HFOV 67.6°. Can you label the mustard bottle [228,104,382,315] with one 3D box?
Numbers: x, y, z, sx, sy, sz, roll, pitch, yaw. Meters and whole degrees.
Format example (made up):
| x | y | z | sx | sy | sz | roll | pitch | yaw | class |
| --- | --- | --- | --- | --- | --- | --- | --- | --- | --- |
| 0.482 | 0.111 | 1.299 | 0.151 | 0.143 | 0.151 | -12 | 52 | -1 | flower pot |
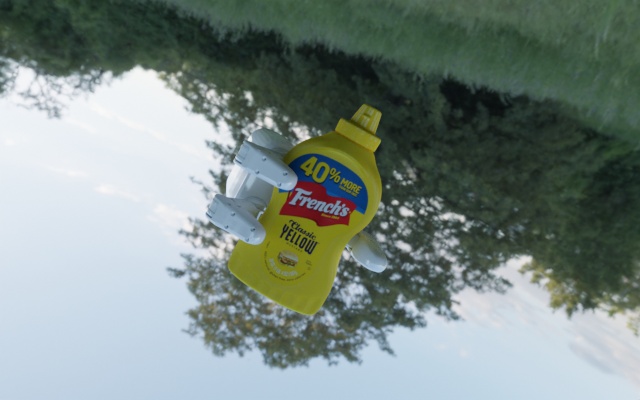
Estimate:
| x | y | z | sx | sy | sz | roll | pitch | yaw | class |
| --- | --- | --- | --- | --- | --- | --- | --- | --- | --- |
| 0.000 | 0.002 | 0.433 | 0.096 | 0.191 | 0.058 | 30 | 9 | 3 | mustard bottle |
